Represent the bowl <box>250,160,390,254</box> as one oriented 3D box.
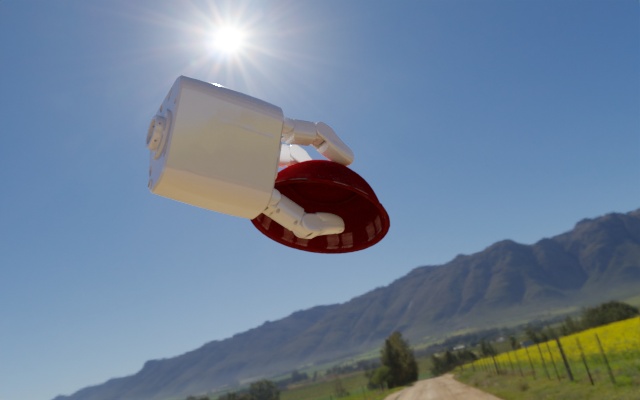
[{"bbox_3d":[0.001,0.002,0.551,0.162,0.055,0.162,6,-33,4],"label":"bowl"}]
